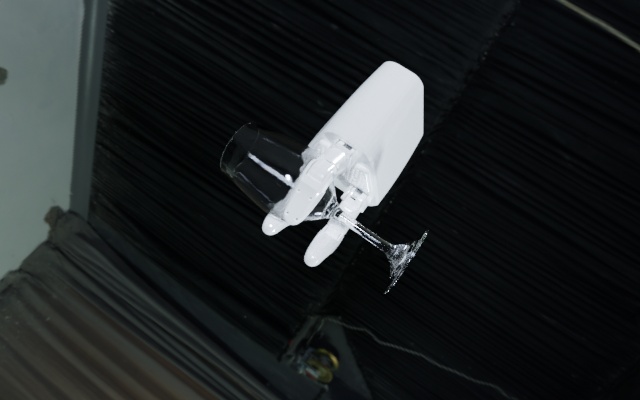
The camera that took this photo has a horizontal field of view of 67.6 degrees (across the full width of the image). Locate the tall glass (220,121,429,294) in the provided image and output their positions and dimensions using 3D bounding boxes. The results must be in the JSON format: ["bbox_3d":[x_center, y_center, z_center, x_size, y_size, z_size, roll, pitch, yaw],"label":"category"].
[{"bbox_3d":[0.001,0.002,0.463,0.201,0.079,0.079,34,6,9],"label":"tall glass"}]
